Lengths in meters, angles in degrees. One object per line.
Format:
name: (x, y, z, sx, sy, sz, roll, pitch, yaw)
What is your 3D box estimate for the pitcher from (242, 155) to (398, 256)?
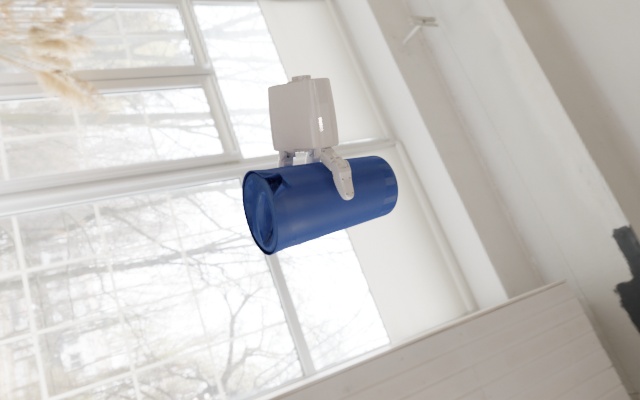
pitcher: (0.000, 0.002, 0.789, 0.243, 0.145, 0.149, -13, 12, -28)
